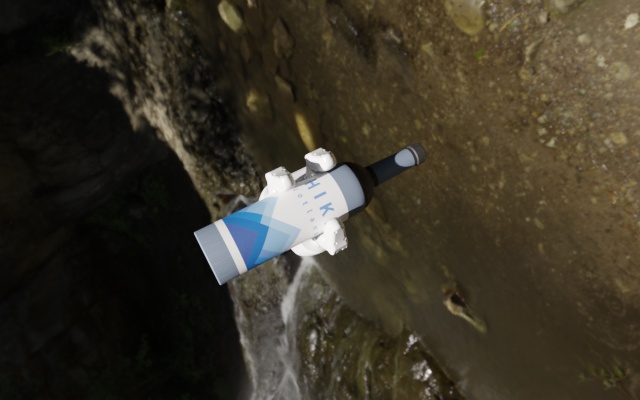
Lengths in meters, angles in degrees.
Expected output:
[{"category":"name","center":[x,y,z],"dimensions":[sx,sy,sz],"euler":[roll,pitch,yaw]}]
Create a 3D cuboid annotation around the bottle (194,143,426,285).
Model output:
[{"category":"bottle","center":[0.000,0.002,0.573],"dimensions":[0.295,0.069,0.069],"euler":[-27,7,-15]}]
